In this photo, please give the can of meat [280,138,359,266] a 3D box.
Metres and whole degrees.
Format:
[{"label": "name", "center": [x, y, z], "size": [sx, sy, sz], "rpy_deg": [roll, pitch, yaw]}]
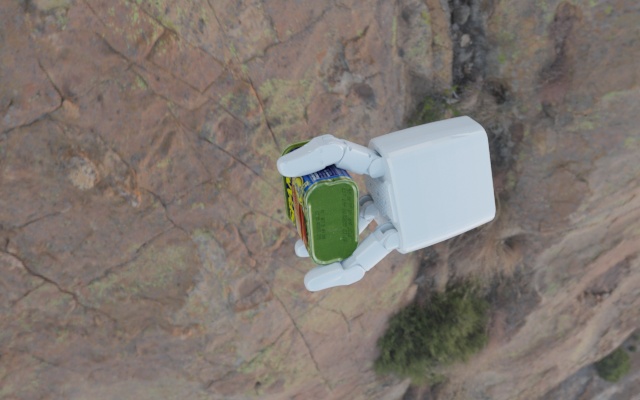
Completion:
[{"label": "can of meat", "center": [0.000, 0.002, 0.479], "size": [0.057, 0.102, 0.084], "rpy_deg": [-13, 35, -13]}]
